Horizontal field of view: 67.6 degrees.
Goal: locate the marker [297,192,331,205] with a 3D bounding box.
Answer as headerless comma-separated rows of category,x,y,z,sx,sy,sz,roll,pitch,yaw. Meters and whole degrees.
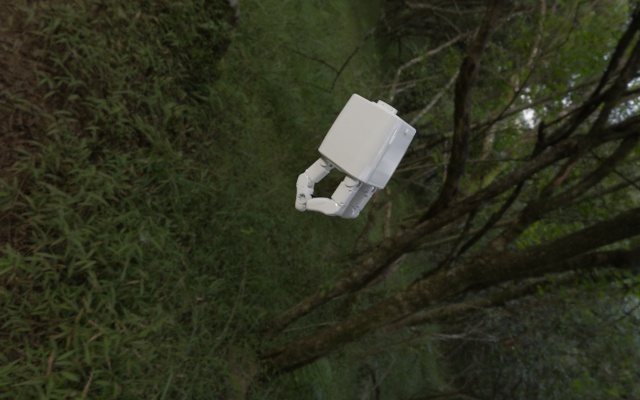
marker,0.000,0.003,0.782,0.020,0.020,0.121,0,-6,29
